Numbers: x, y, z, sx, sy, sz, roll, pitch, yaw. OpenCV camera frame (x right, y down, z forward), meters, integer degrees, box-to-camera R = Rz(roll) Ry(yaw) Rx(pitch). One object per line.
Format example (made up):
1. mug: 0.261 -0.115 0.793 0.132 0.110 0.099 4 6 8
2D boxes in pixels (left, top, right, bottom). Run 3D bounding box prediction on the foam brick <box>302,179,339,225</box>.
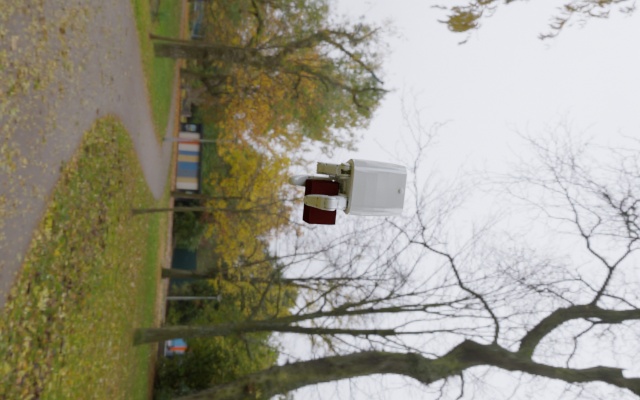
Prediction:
1. foam brick: 0.000 0.003 0.856 0.051 0.078 0.053 4 6 -15
